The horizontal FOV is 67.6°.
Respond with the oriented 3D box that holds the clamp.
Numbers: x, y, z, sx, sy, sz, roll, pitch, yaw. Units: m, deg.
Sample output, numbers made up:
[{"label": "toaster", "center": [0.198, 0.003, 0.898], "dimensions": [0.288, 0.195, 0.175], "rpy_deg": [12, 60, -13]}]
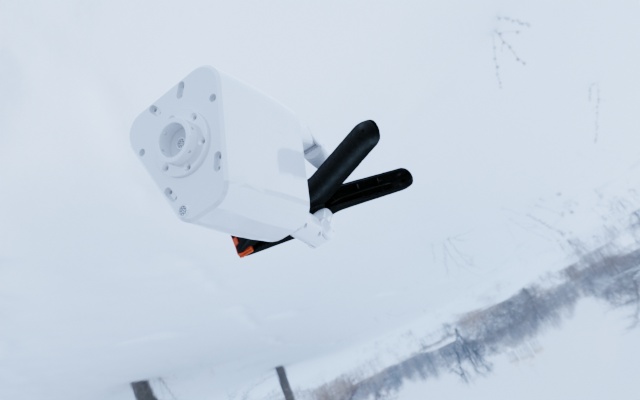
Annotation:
[{"label": "clamp", "center": [0.000, 0.003, 0.510], "dimensions": [0.210, 0.036, 0.164], "rpy_deg": [-33, -24, 19]}]
